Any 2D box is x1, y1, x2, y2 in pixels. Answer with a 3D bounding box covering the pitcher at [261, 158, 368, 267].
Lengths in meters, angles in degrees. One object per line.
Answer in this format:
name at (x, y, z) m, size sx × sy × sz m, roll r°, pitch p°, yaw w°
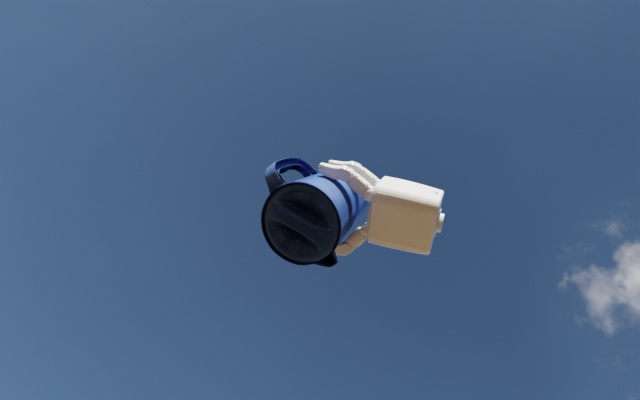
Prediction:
pitcher at (0.000, 0.003, 0.835) m, size 0.145 × 0.149 × 0.242 m, roll 11°, pitch 17°, yaw 16°
